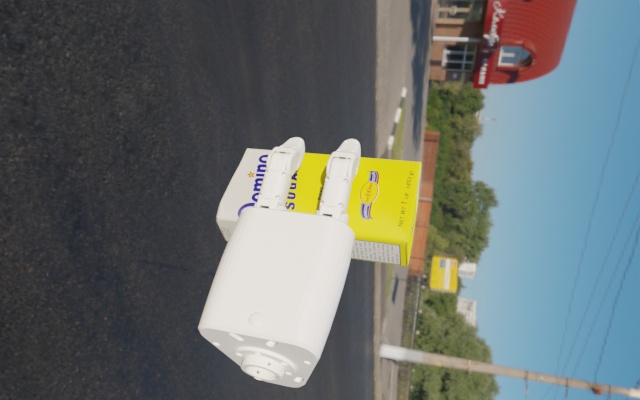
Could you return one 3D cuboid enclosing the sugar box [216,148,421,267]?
[{"bbox_3d":[0.000,0.001,0.446,0.176,0.093,0.048,7,-38,14],"label":"sugar box"}]
